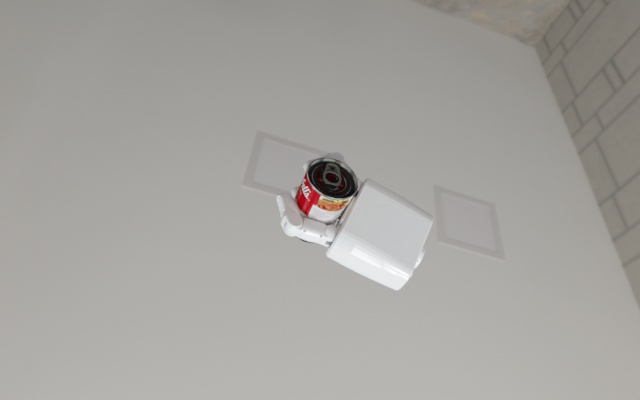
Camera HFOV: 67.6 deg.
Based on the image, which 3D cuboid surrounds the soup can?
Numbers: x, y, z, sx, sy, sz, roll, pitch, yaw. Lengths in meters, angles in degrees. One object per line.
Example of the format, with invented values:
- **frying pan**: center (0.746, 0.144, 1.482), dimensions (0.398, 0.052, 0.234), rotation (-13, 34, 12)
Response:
- **soup can**: center (0.000, 0.002, 0.632), dimensions (0.068, 0.068, 0.102), rotation (0, -37, -23)
